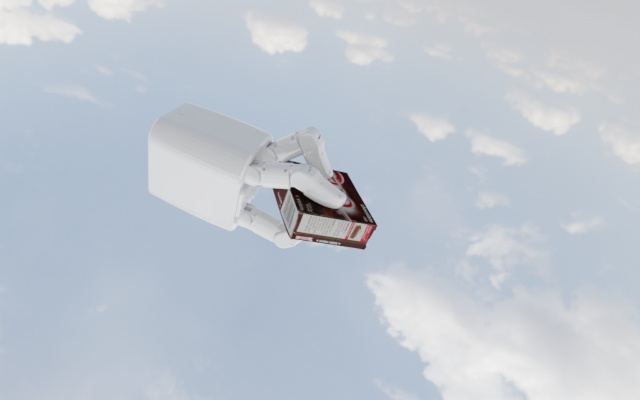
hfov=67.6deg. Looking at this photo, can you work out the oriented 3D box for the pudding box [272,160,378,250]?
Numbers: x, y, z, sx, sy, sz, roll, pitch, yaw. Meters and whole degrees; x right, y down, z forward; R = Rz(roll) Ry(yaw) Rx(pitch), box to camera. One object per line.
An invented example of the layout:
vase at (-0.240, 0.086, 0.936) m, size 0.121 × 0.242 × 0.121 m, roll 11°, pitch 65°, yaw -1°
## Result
pudding box at (0.000, 0.002, 0.523) m, size 0.090 × 0.039 × 0.113 m, roll 10°, pitch 32°, yaw -23°
